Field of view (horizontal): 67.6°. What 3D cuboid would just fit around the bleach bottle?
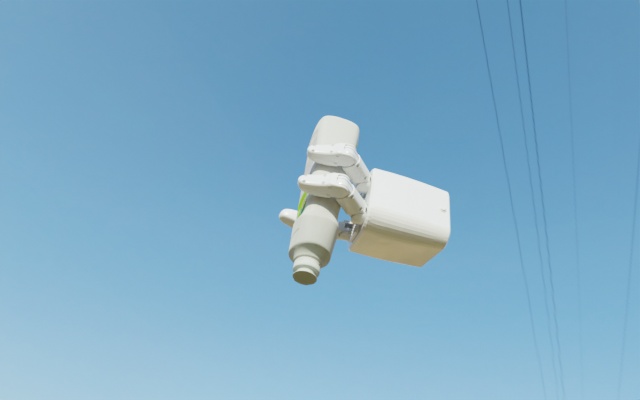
[{"bbox_3d":[0.000,0.002,0.624,0.068,0.250,0.103,16,-42,-4],"label":"bleach bottle"}]
